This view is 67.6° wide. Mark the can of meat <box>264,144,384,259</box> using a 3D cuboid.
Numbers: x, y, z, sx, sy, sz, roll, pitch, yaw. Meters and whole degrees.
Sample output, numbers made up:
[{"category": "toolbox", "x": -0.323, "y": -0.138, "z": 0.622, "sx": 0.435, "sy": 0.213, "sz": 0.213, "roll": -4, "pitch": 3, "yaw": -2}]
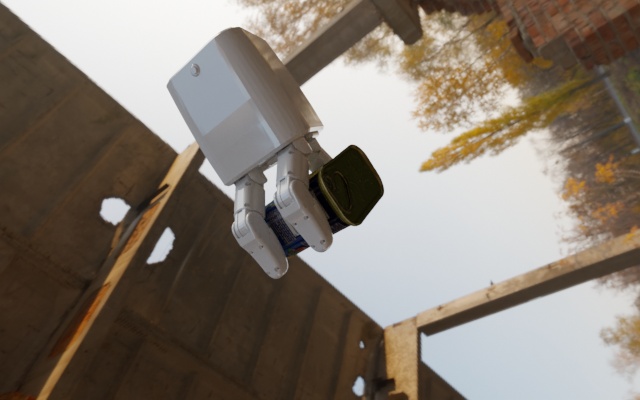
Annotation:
[{"category": "can of meat", "x": 0.000, "y": 0.002, "z": 0.437, "sx": 0.084, "sy": 0.057, "sz": 0.102, "roll": -30, "pitch": 7, "yaw": 31}]
